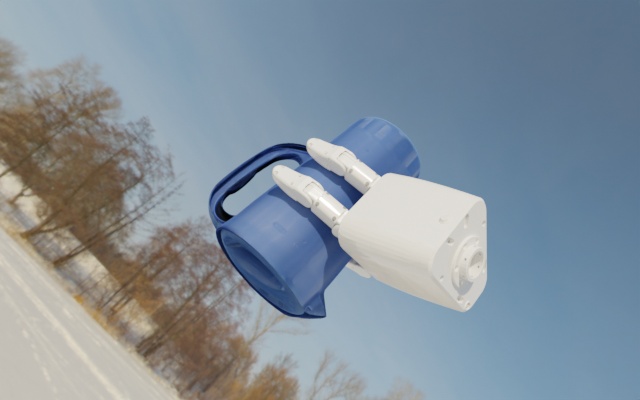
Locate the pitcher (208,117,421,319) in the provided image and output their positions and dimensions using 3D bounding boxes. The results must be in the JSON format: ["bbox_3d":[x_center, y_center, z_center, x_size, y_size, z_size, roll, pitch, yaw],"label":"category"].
[{"bbox_3d":[0.000,0.002,0.562,0.145,0.149,0.242,17,52,46],"label":"pitcher"}]
